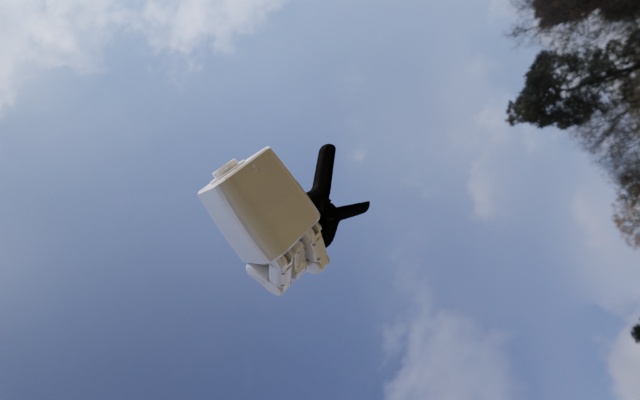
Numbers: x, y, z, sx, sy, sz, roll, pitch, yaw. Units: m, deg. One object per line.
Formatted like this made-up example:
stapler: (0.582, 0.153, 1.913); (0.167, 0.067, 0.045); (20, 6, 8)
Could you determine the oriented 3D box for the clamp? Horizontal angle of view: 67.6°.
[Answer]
clamp: (0.000, 0.002, 0.654); (0.039, 0.120, 0.171); (-20, 17, 44)
